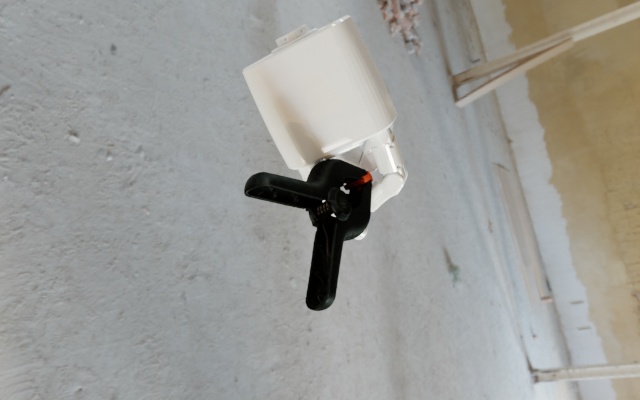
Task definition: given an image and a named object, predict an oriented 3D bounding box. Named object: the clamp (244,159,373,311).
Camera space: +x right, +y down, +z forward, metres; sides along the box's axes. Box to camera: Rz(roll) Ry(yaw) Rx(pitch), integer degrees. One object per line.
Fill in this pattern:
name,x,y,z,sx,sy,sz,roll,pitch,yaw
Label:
clamp,0.001,0.001,0.427,0.039,0.120,0.171,-17,22,29
